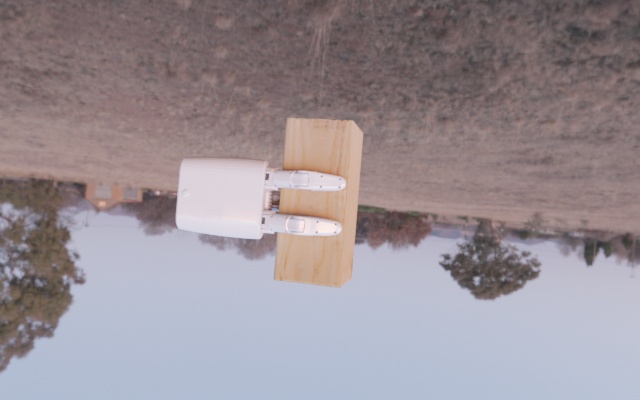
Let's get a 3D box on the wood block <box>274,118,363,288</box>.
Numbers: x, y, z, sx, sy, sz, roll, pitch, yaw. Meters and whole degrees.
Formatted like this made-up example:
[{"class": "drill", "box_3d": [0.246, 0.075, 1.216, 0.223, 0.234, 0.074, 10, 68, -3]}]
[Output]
[{"class": "wood block", "box_3d": [0.000, 0.002, 0.636, 0.090, 0.206, 0.091, 4, -1, 12]}]
